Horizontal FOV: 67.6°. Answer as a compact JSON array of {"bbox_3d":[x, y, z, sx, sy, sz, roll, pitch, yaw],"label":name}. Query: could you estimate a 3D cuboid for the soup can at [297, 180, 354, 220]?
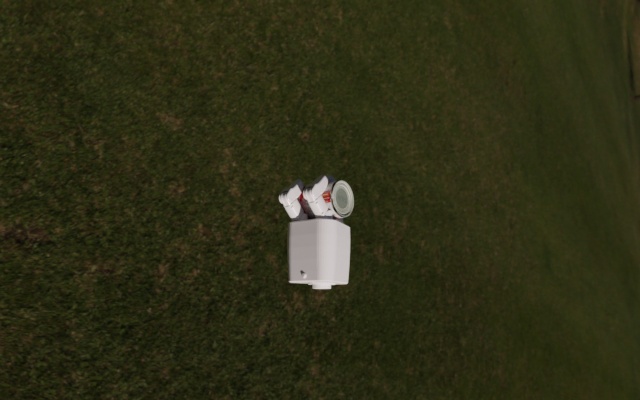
[{"bbox_3d":[0.000,0.002,0.860,0.102,0.068,0.068,-9,-5,37],"label":"soup can"}]
